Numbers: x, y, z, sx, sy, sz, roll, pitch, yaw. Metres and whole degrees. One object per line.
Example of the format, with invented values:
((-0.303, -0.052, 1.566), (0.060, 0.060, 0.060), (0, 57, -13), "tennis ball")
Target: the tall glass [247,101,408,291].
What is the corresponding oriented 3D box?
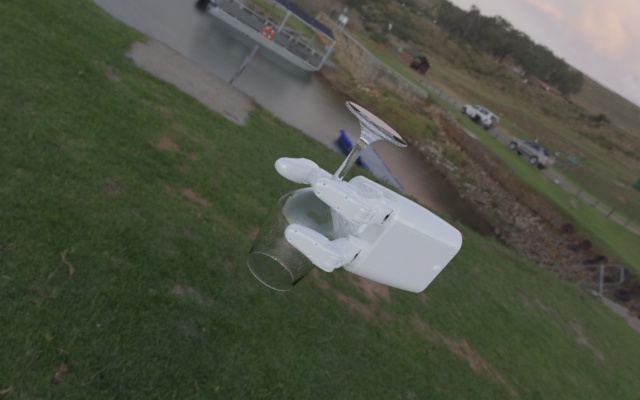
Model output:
((0.000, 0.001, 0.495), (0.079, 0.201, 0.079), (32, 19, -12), "tall glass")
